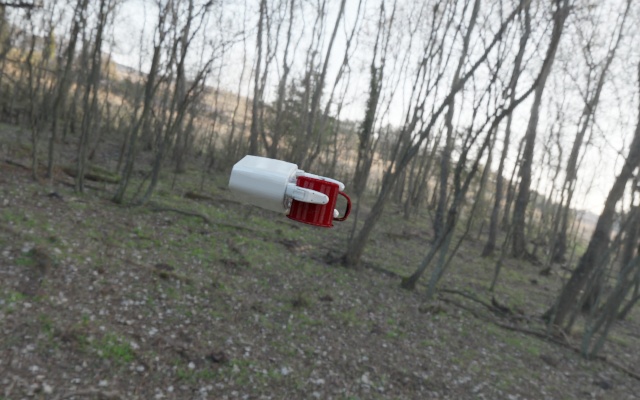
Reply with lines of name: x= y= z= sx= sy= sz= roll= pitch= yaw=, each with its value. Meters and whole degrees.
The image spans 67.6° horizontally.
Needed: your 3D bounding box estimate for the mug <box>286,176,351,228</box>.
mug: x=0.002 y=0.003 z=0.899 sx=0.117 sy=0.081 sz=0.093 roll=13 pitch=4 yaw=3
